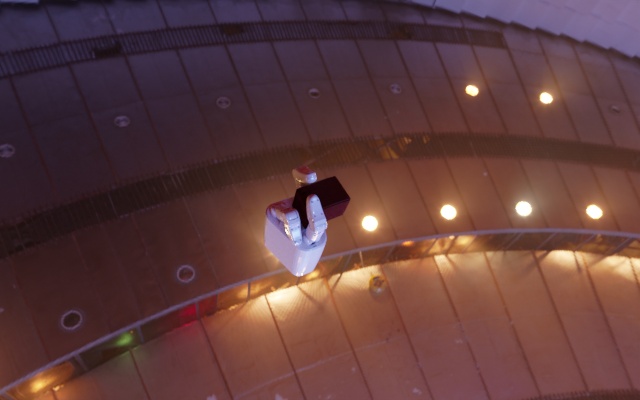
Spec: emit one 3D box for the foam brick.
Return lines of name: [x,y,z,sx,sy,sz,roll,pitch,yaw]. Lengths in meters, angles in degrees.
foam brick: [0.000,0.003,0.799,0.078,0.053,0.051,-19,-27,-23]
